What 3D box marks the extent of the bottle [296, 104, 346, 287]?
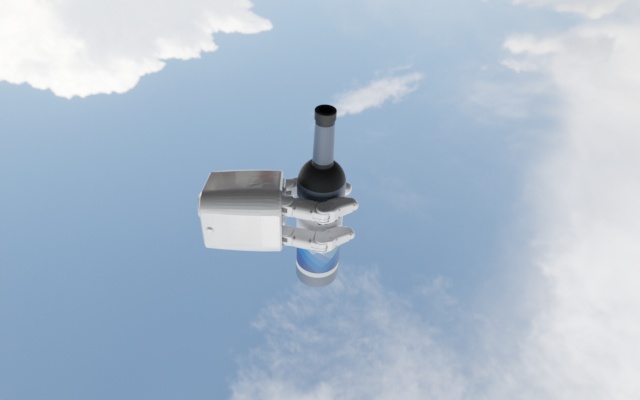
[{"bbox_3d":[0.000,0.002,0.670,0.069,0.296,0.069,2,41,-2],"label":"bottle"}]
